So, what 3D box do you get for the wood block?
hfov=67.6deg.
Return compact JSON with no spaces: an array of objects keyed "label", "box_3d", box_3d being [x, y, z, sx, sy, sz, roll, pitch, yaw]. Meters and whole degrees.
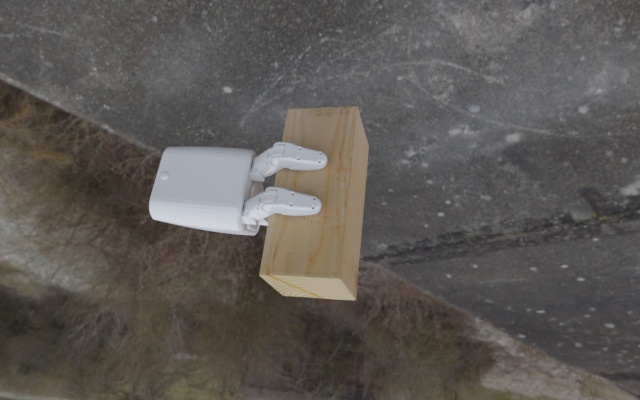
[{"label":"wood block","box_3d":[0.000,0.002,0.558,0.090,0.206,0.091,1,-25,15]}]
